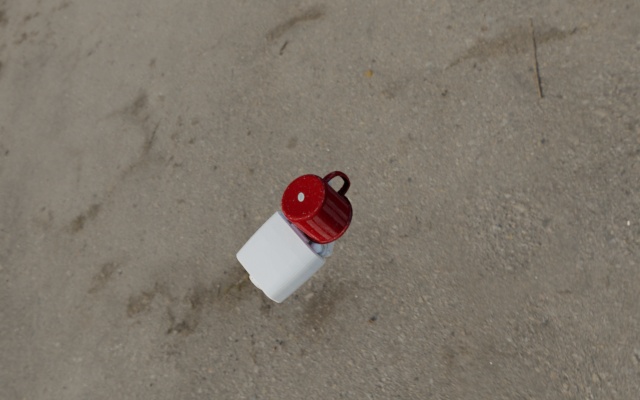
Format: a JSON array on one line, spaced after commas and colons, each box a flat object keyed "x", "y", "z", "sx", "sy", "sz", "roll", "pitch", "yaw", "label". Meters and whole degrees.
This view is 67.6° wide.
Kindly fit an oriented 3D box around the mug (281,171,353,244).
[{"x": 0.001, "y": 0.001, "z": 0.748, "sx": 0.093, "sy": 0.117, "sz": 0.081, "roll": 45, "pitch": 2, "yaw": 40, "label": "mug"}]
